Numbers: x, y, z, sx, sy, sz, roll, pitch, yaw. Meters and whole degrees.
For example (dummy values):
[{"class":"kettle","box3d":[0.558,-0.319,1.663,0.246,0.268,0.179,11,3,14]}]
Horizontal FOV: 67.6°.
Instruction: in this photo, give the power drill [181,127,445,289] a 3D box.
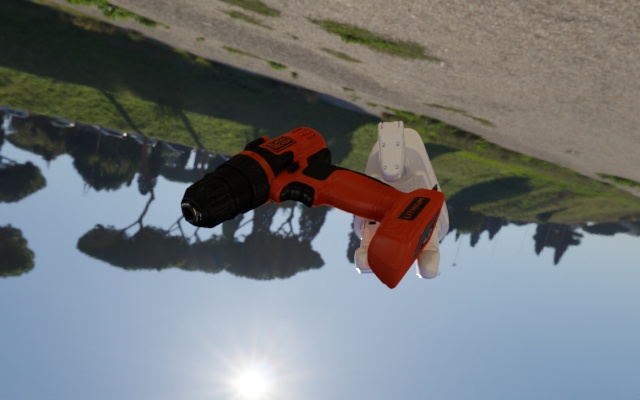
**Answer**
[{"class":"power drill","box3d":[0.001,0.002,0.421,0.187,0.057,0.184,27,38,21]}]
